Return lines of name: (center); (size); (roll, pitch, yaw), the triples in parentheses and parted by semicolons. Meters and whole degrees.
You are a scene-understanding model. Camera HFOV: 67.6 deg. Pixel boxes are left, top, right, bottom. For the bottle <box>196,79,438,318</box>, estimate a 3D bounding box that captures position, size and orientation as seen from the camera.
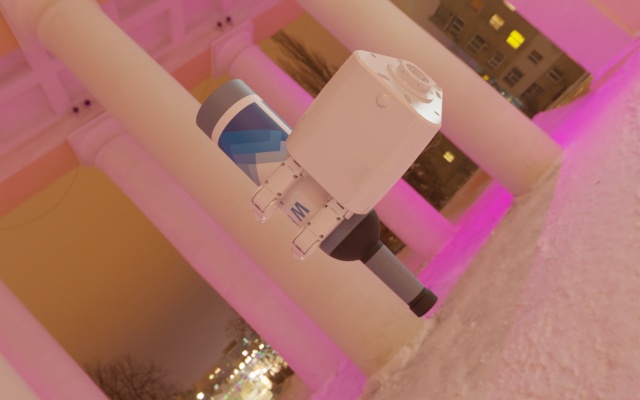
bottle: (0.000, 0.001, 0.479); (0.295, 0.069, 0.069); (44, 7, 7)
